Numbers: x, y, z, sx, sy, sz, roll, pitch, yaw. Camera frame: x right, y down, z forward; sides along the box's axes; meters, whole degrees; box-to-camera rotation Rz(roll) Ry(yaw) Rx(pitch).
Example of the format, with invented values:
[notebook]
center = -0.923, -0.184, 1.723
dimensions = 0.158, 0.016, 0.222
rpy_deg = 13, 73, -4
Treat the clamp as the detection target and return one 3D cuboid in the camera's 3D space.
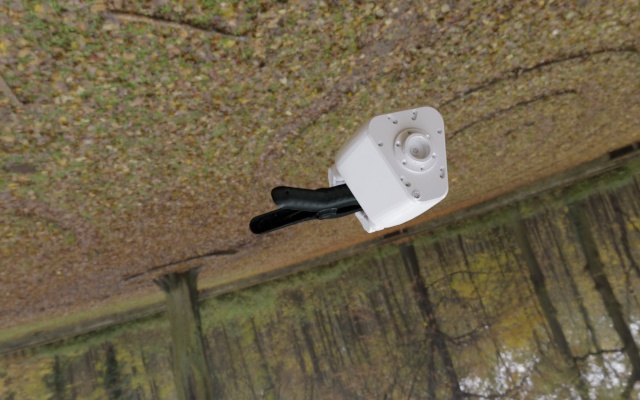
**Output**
[clamp]
center = 0.000, 0.003, 0.592
dimensions = 0.171, 0.039, 0.120
rpy_deg = -14, -10, -17
